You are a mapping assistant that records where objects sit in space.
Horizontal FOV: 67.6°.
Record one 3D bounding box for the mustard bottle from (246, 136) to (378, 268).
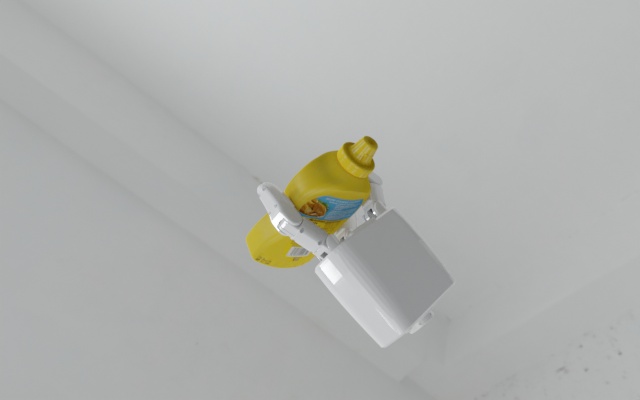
[{"bbox_3d":[0.000,0.002,0.530,0.096,0.058,0.192,6,-42,-39],"label":"mustard bottle"}]
